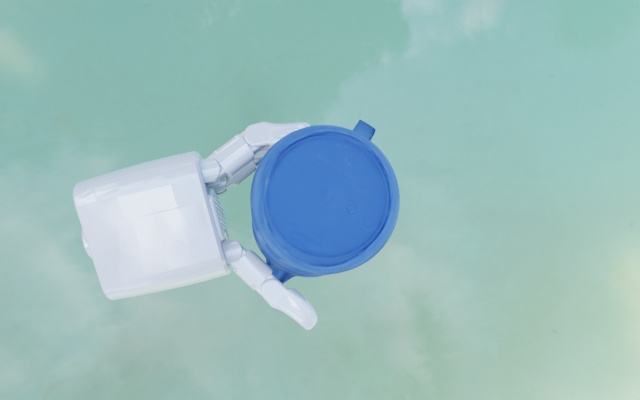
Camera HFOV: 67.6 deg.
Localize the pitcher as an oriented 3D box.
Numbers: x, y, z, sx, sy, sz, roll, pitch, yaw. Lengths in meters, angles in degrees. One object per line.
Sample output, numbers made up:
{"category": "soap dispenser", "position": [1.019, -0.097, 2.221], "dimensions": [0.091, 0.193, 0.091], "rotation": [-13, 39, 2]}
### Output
{"category": "pitcher", "position": [0.000, 0.002, 0.451], "dimensions": [0.145, 0.149, 0.243], "rotation": [-12, -5, -6]}
